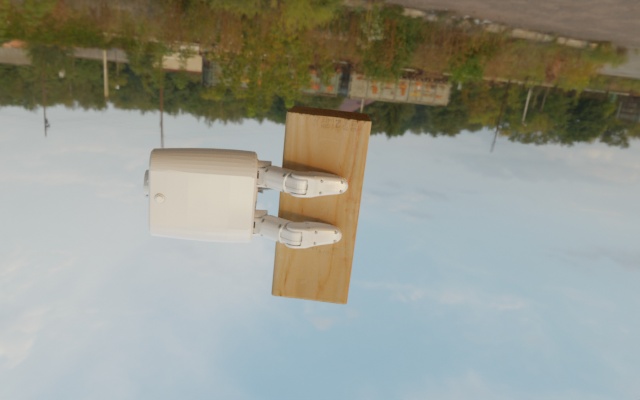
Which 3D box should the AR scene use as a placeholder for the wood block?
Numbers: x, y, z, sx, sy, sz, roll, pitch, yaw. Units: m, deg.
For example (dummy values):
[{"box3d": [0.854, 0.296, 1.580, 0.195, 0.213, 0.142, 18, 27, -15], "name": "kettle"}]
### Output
[{"box3d": [0.000, 0.002, 0.552, 0.090, 0.206, 0.090, 7, 16, 0], "name": "wood block"}]
